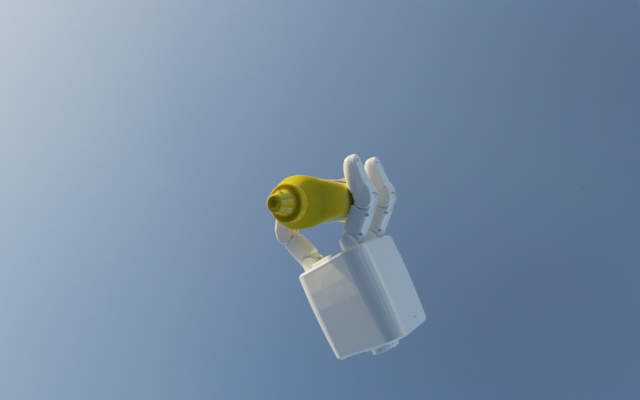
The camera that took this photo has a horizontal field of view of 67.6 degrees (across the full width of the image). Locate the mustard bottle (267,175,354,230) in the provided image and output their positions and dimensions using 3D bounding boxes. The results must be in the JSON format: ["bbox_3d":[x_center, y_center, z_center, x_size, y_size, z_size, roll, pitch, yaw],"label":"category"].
[{"bbox_3d":[0.000,0.001,0.550,0.096,0.058,0.191,-3,0,29],"label":"mustard bottle"}]
